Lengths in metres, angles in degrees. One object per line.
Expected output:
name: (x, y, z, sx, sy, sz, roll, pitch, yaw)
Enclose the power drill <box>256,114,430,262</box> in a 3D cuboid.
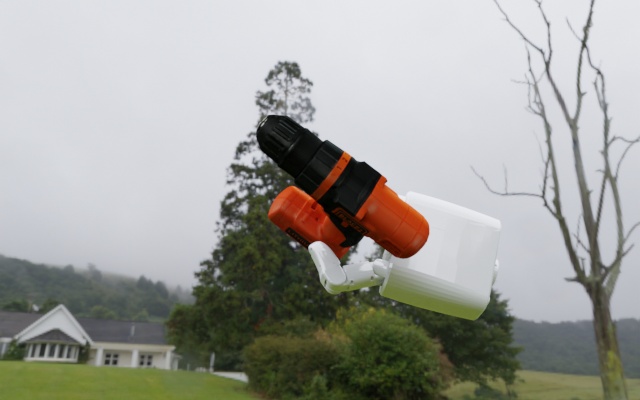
power drill: (0.000, 0.002, 0.495, 0.184, 0.057, 0.188, 39, -19, -5)
